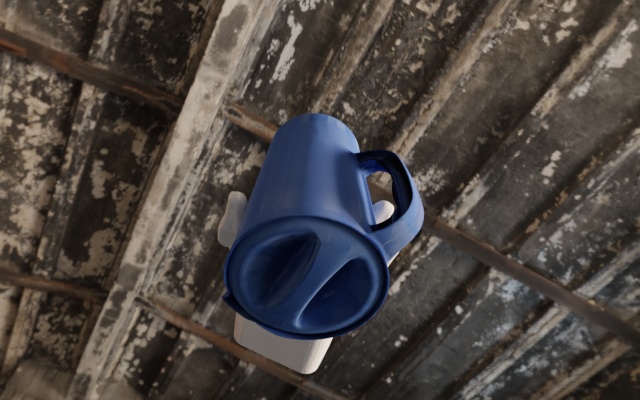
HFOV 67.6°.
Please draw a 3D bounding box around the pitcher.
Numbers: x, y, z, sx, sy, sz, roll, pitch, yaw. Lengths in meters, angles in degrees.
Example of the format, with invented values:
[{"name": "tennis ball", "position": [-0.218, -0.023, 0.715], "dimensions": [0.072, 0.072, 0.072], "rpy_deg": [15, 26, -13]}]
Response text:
[{"name": "pitcher", "position": [0.000, 0.002, 0.475], "dimensions": [0.149, 0.145, 0.242], "rpy_deg": [12, 32, -6]}]
